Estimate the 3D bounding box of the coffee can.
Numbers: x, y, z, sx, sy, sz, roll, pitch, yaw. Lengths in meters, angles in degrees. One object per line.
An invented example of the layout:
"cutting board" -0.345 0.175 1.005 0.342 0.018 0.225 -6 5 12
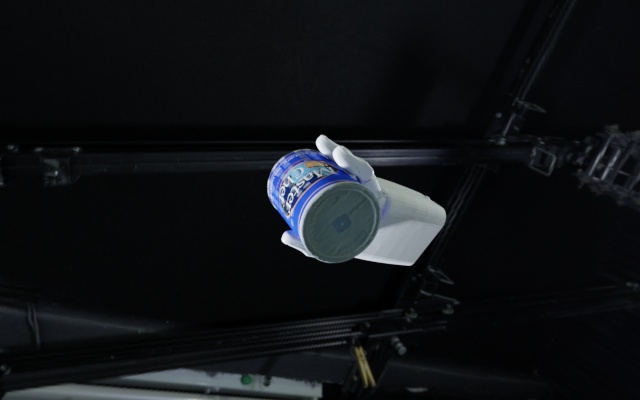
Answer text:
"coffee can" 0.000 0.002 0.614 0.103 0.103 0.140 0 22 -24
